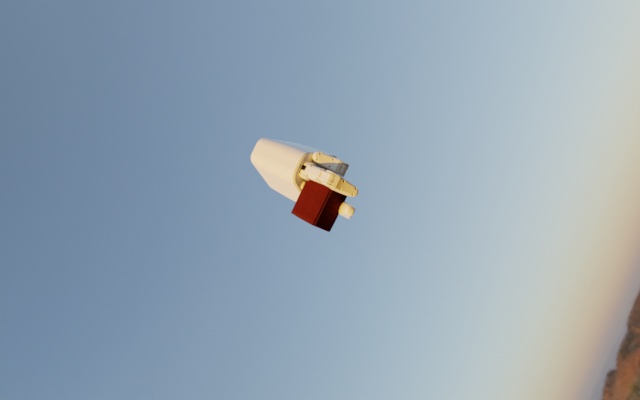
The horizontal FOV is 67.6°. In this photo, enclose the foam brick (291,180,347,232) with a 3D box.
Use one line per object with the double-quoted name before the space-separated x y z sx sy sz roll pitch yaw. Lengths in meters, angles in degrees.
"foam brick" 0.000 0.003 0.761 0.051 0.078 0.053 24 -4 33
